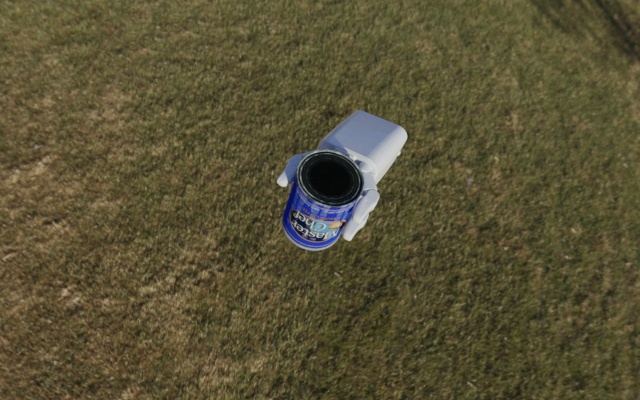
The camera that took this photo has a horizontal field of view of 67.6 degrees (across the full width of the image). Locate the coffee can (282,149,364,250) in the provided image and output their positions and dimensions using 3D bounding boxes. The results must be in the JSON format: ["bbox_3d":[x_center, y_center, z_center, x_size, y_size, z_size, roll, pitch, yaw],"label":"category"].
[{"bbox_3d":[0.000,0.003,0.751,0.103,0.102,0.140,0,-32,-14],"label":"coffee can"}]
